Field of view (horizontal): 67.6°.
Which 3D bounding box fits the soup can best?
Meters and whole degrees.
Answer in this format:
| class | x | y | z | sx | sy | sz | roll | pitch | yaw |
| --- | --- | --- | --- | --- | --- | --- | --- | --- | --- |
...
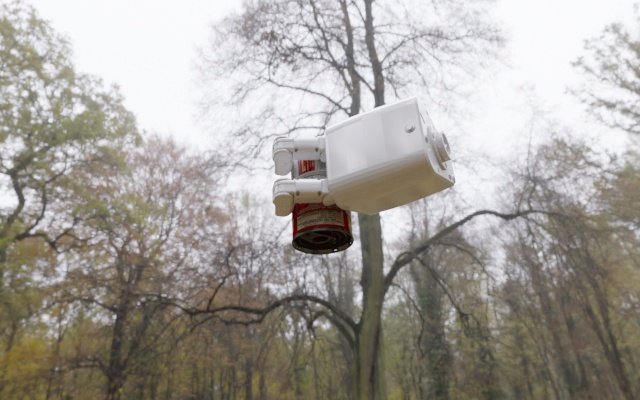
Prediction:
| class | x | y | z | sx | sy | sz | roll | pitch | yaw |
| --- | --- | --- | --- | --- | --- | --- | --- | --- | --- |
| soup can | 0.000 | 0.002 | 0.543 | 0.068 | 0.102 | 0.068 | -3 | -28 | -1 |
